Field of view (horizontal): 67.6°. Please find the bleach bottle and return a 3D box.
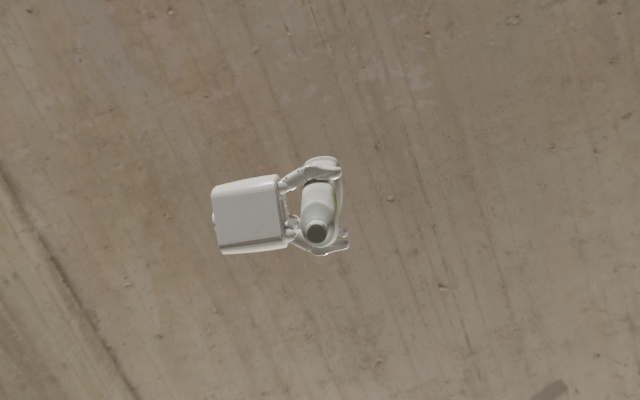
[{"bbox_3d":[0.000,0.003,0.762,0.068,0.102,0.250,-8,16,5],"label":"bleach bottle"}]
